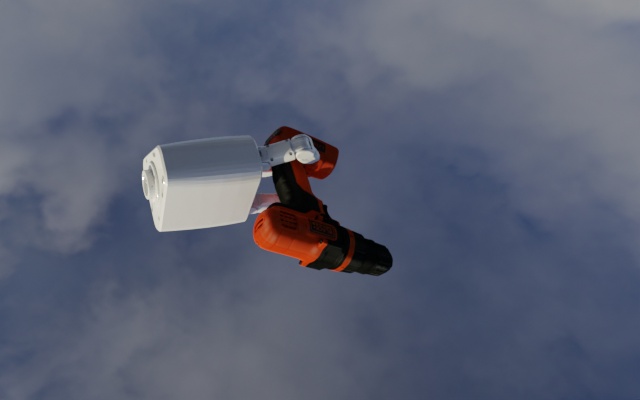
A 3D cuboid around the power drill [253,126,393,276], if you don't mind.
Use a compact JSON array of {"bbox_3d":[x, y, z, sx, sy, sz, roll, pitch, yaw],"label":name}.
[{"bbox_3d":[0.000,0.002,0.592,0.184,0.187,0.057,20,-52,-31],"label":"power drill"}]
